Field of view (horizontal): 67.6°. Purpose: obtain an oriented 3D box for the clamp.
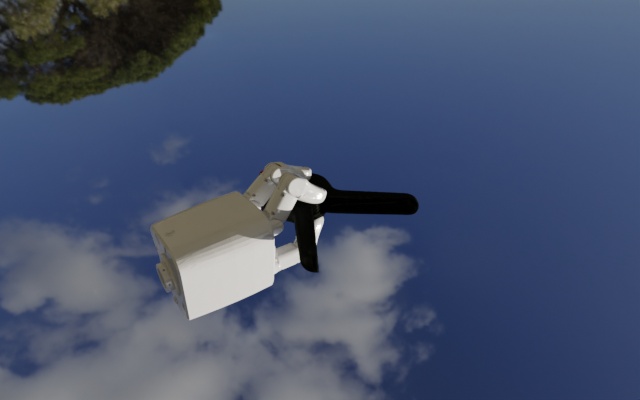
[{"bbox_3d":[0.000,0.002,0.577,0.164,0.036,0.210,-22,33,-27],"label":"clamp"}]
